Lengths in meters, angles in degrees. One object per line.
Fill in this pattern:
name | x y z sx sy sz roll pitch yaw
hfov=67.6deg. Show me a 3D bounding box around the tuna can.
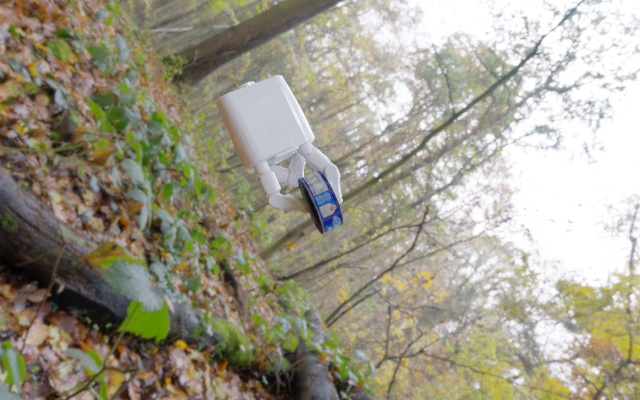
tuna can | 0.001 0.002 0.677 0.034 0.086 0.086 -23 4 -9
